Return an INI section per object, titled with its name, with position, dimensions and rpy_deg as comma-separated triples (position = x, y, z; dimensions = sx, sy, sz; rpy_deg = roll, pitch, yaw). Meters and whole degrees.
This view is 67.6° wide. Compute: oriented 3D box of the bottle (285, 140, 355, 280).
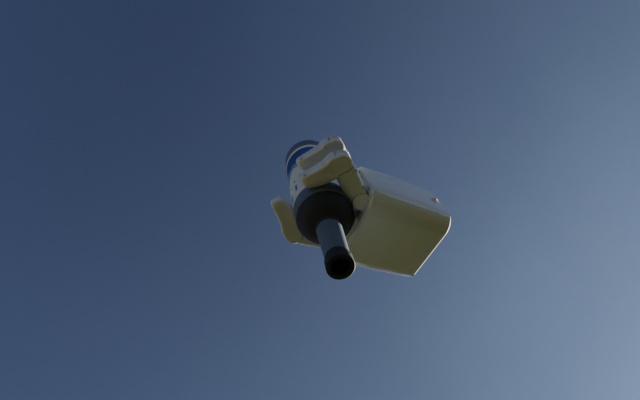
[bottle]
position = 0.000, 0.002, 0.565
dimensions = 0.069, 0.069, 0.295
rpy_deg = 0, 24, -8
